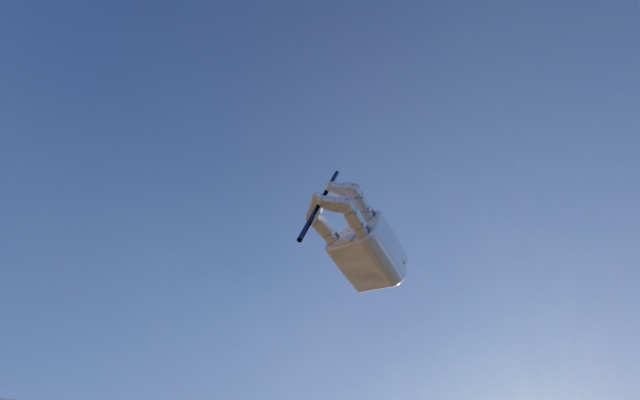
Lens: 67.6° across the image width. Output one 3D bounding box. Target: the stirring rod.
[{"bbox_3d":[0.000,0.003,0.792,0.011,0.011,0.239,0,27,17],"label":"stirring rod"}]
